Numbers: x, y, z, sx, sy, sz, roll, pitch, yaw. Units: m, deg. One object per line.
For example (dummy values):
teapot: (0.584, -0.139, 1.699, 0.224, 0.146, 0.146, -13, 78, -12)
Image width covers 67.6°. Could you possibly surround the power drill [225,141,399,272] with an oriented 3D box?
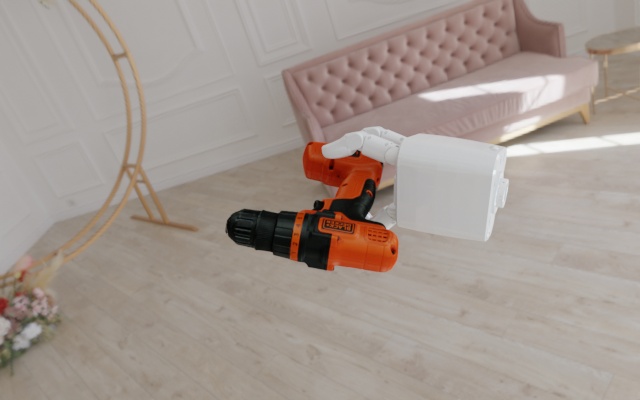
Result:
power drill: (0.000, 0.002, 0.561, 0.184, 0.057, 0.187, 11, 39, 2)
